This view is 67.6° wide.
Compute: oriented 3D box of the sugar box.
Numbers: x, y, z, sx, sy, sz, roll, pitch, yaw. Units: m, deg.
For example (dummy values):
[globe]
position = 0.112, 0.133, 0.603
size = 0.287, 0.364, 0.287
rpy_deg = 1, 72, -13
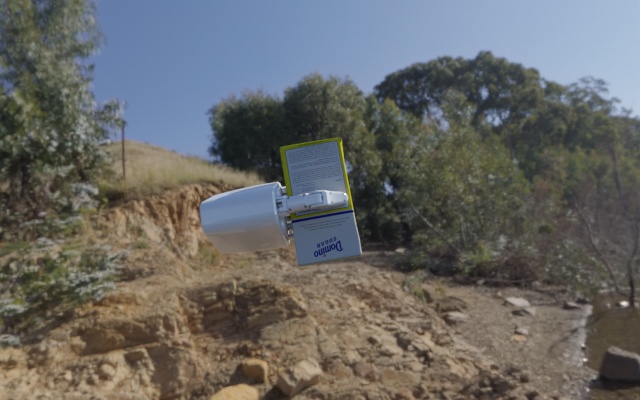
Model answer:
[sugar box]
position = 0.000, 0.002, 0.699
size = 0.093, 0.176, 0.048
rpy_deg = -9, -9, 2
